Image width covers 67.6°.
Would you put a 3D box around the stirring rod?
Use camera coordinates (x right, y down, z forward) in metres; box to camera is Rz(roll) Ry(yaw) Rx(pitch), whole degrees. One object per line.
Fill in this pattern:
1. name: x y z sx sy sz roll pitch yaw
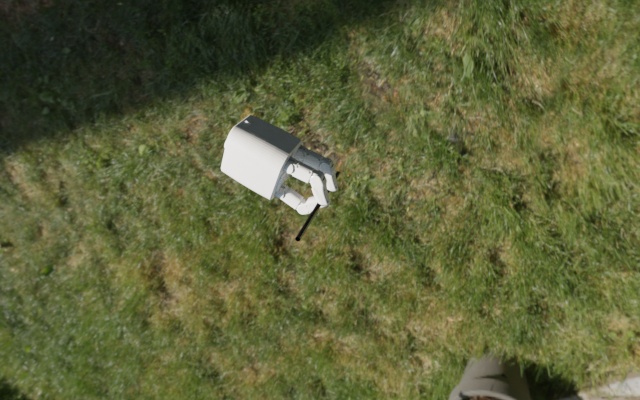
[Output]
1. stirring rod: 0.000 0.003 0.807 0.011 0.011 0.239 0 27 18
